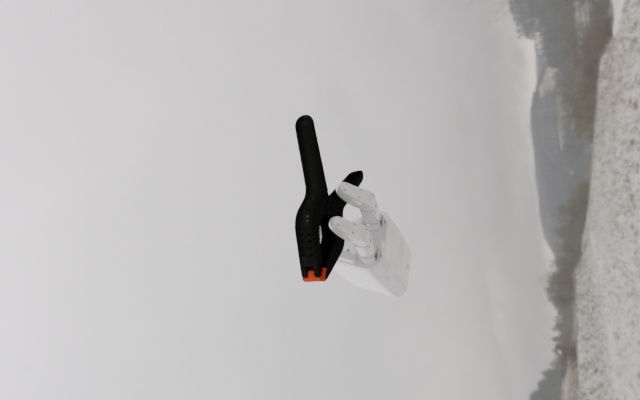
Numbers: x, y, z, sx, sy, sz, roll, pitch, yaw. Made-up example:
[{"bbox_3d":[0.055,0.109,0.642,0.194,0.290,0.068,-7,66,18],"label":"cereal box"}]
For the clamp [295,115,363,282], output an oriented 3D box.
[{"bbox_3d":[-0.001,0.003,0.634,0.036,0.209,0.165,-9,-37,32],"label":"clamp"}]
